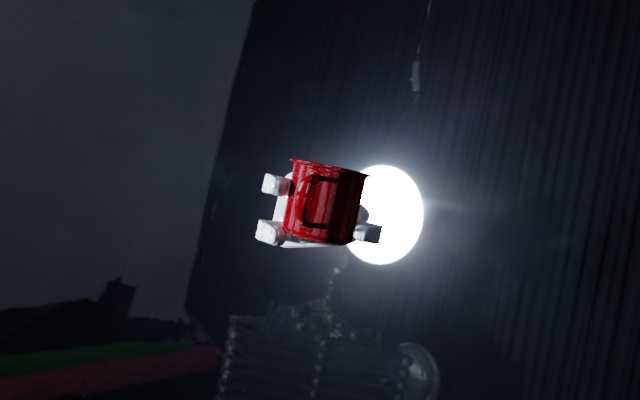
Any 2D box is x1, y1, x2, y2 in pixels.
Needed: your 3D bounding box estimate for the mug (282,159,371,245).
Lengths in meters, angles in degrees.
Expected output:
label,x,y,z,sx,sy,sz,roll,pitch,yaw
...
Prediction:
label,x,y,z,sx,sy,sz,roll,pitch,yaw
mug,0.000,0.002,0.524,0.093,0.081,0.117,12,2,16
